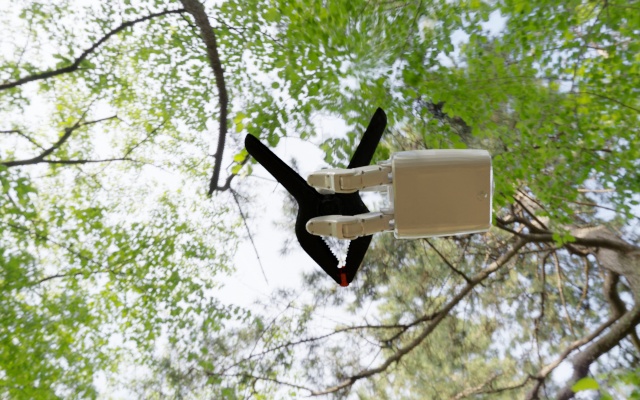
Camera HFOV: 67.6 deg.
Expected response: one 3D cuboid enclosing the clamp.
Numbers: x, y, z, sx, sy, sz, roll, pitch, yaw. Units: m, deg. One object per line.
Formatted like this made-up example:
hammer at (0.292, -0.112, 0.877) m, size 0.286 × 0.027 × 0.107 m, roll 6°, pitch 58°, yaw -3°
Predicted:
clamp at (0.000, 0.002, 0.564) m, size 0.164 × 0.210 × 0.036 m, roll -3°, pitch 15°, yaw 8°
